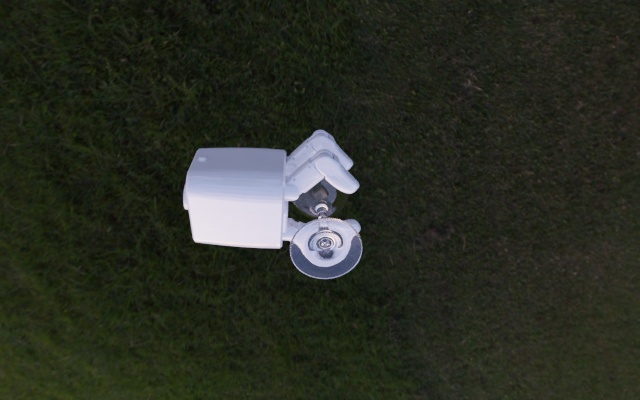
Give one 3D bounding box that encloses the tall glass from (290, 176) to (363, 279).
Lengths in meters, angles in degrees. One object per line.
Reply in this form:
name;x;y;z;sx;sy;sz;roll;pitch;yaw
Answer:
tall glass;0.000;0.002;0.569;0.079;0.079;0.201;0;29;-3
